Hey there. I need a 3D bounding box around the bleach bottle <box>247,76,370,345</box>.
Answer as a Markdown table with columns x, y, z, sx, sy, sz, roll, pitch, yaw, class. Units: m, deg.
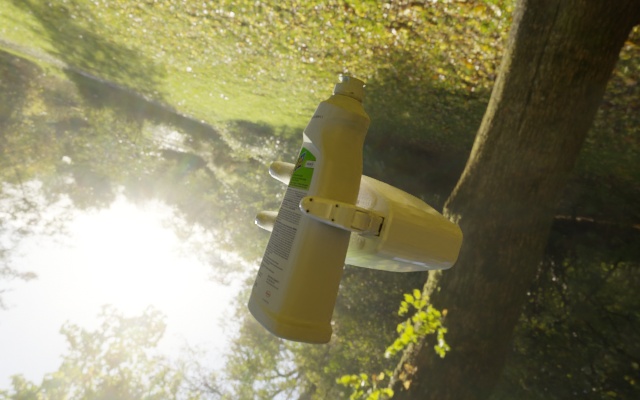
| x | y | z | sx | sy | sz | roll | pitch | yaw | class |
| --- | --- | --- | --- | --- | --- | --- | --- | --- | --- |
| 0.000 | 0.002 | 0.467 | 0.068 | 0.251 | 0.102 | 17 | -1 | -28 | bleach bottle |
